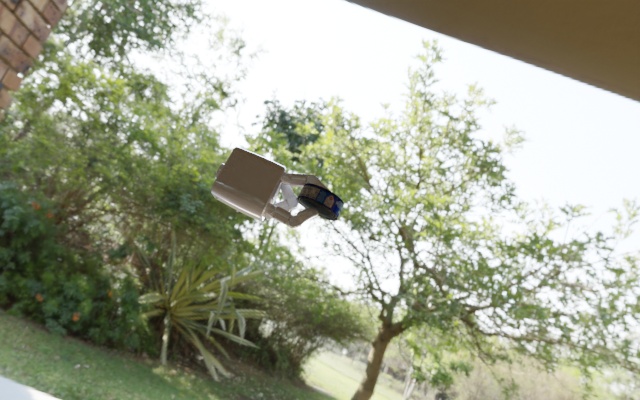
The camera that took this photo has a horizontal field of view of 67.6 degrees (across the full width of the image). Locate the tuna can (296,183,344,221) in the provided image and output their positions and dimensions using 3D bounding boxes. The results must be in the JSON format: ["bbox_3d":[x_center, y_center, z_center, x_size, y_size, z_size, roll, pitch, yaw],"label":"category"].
[{"bbox_3d":[0.000,0.002,0.891,0.086,0.033,0.086,26,-14,7],"label":"tuna can"}]
